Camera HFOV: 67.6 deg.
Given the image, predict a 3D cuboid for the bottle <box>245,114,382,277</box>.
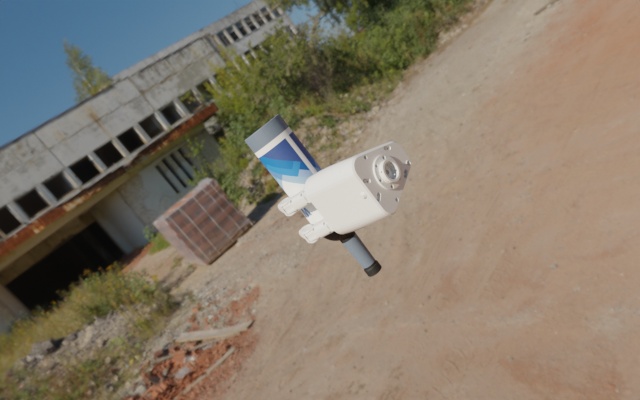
[{"bbox_3d":[0.000,0.002,0.751,0.069,0.296,0.069,-36,12,9],"label":"bottle"}]
